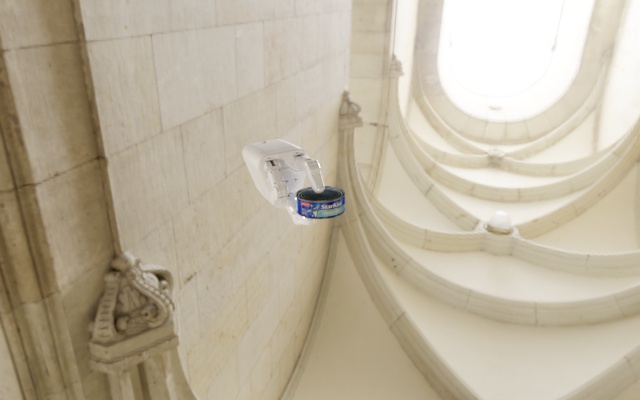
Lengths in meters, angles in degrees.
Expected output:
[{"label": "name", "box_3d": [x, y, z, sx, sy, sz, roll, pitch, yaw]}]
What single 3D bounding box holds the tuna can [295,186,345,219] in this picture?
[{"label": "tuna can", "box_3d": [0.000, 0.003, 0.824, 0.086, 0.034, 0.086, -1, 19, 0]}]
